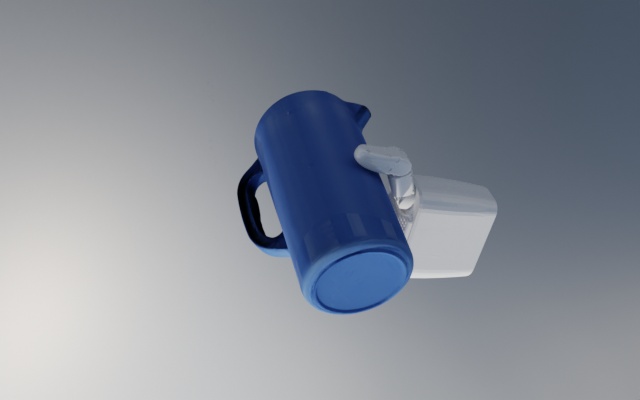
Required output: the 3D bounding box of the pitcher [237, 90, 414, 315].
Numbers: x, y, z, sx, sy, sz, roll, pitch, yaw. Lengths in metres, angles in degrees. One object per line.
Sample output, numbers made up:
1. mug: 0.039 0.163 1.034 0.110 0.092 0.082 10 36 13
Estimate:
1. pitcher: 0.000 0.002 0.520 0.145 0.149 0.242 5 40 -21
